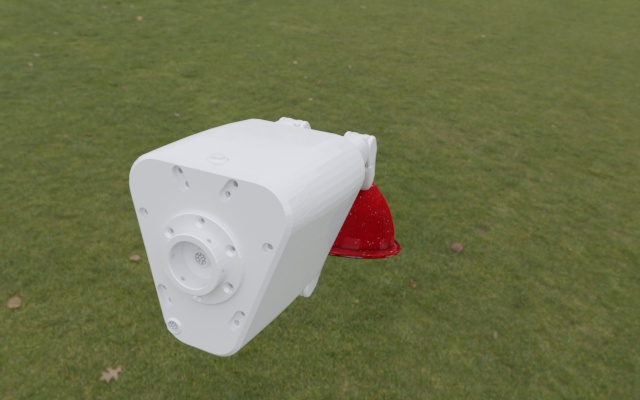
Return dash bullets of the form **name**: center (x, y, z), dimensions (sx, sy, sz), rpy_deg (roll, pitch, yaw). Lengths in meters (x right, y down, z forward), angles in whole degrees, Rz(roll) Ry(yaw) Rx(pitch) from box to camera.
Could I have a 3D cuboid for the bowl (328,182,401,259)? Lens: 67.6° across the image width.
- **bowl**: center (0.000, 0.001, 0.438), dimensions (0.162, 0.055, 0.162), rpy_deg (12, 8, -2)
